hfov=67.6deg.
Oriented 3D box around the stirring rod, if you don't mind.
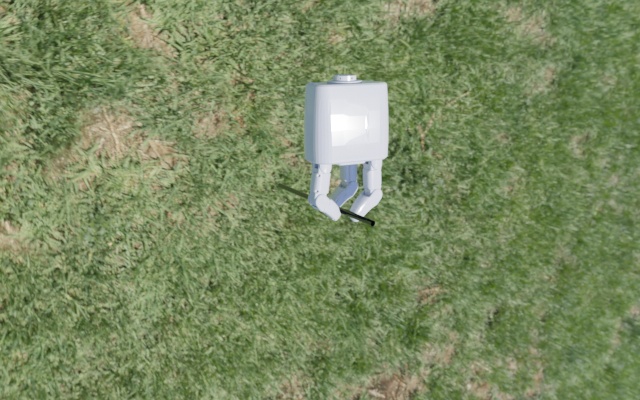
[{"bbox_3d":[0.000,0.002,0.740,0.011,0.011,0.239,0,14,-38],"label":"stirring rod"}]
